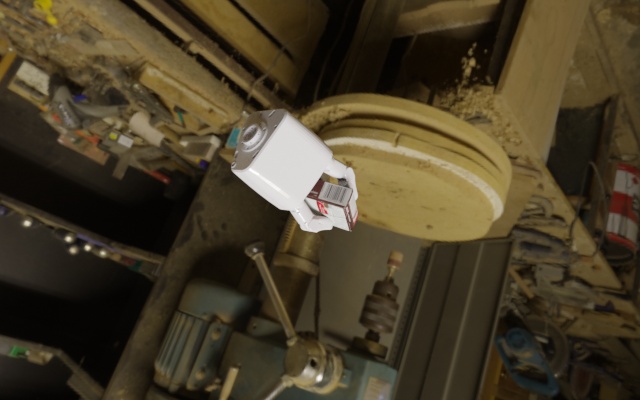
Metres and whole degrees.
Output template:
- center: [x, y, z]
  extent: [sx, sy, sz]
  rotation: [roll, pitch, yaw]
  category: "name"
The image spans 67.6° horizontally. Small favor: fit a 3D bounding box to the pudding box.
- center: [0.000, 0.003, 0.770]
  extent: [0.113, 0.039, 0.090]
  rotation: [18, -22, 19]
  category: "pudding box"
